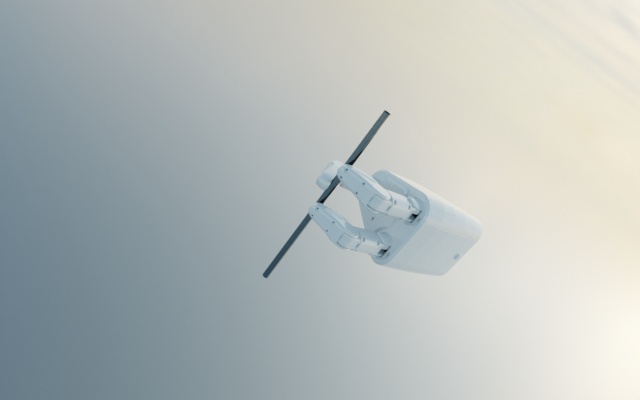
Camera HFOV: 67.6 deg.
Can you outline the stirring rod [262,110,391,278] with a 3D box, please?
[{"bbox_3d":[0.000,0.002,0.517,0.011,0.240,0.011,29,26,-16],"label":"stirring rod"}]
